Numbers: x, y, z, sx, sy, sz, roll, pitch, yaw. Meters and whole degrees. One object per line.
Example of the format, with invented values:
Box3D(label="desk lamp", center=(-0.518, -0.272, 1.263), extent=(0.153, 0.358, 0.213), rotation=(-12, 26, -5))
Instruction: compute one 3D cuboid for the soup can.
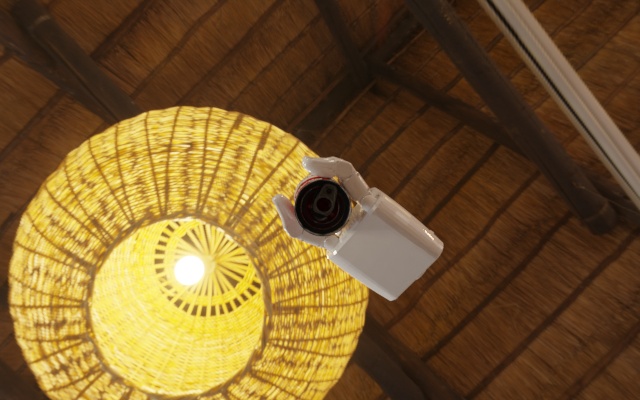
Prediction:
Box3D(label="soup can", center=(0.000, 0.002, 0.606), extent=(0.068, 0.068, 0.102), rotation=(0, 8, -4))
